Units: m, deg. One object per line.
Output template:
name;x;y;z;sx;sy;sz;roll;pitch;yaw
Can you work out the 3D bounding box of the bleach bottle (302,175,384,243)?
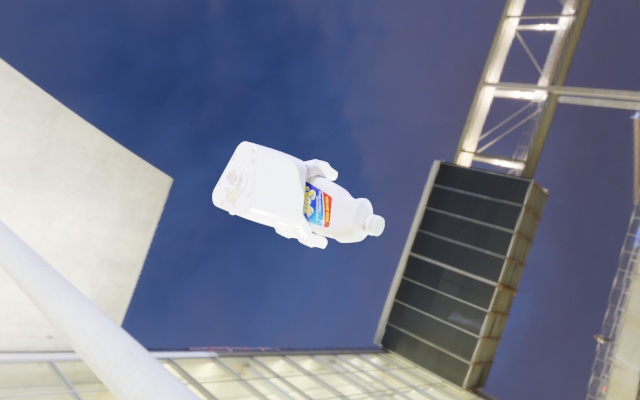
bleach bottle;0.000;0.003;0.796;0.251;0.102;0.068;18;0;41
